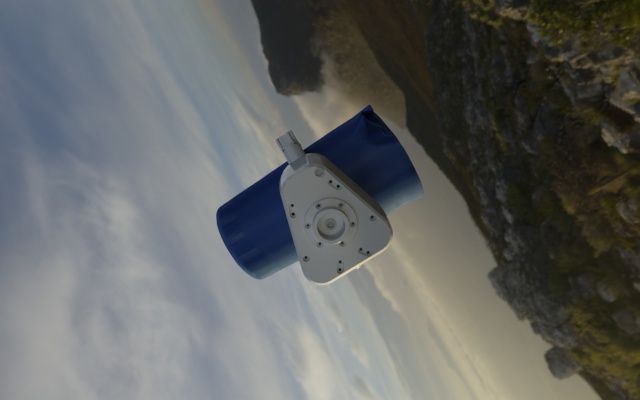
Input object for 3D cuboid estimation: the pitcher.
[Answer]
[{"bbox_3d":[0.000,0.002,0.612,0.243,0.149,0.145,-31,9,3],"label":"pitcher"}]
